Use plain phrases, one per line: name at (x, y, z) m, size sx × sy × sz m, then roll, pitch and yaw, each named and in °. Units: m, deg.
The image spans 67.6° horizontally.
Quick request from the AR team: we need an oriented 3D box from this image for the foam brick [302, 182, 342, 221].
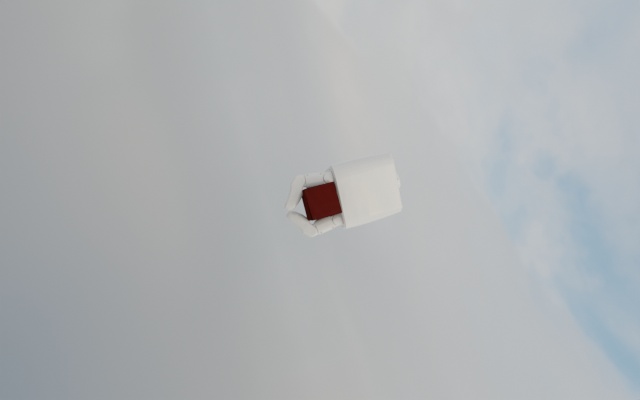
foam brick at (0.000, 0.003, 0.780) m, size 0.051 × 0.053 × 0.078 m, roll -14°, pitch -1°, yaw -6°
